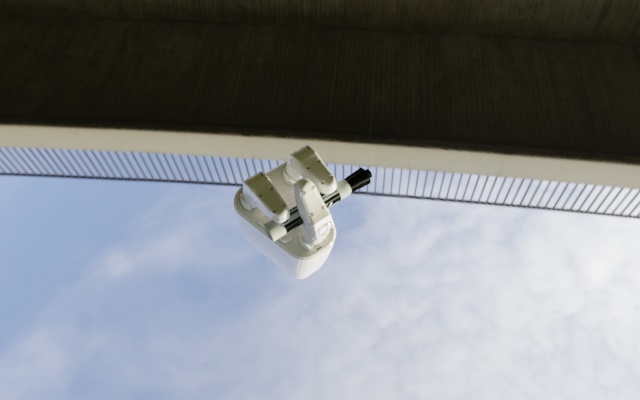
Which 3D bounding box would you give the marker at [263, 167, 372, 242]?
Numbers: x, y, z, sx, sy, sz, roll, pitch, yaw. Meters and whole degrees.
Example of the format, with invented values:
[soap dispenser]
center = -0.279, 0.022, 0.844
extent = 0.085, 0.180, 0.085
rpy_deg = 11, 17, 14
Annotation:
[marker]
center = 0.000, 0.002, 0.467
extent = 0.121, 0.020, 0.020
rpy_deg = -31, 10, -16
